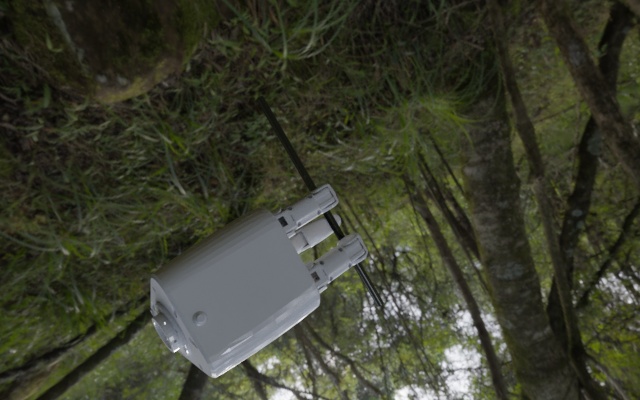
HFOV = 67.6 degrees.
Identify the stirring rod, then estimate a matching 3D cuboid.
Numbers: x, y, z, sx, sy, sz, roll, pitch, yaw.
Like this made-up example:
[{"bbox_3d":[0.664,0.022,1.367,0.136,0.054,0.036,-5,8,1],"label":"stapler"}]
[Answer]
[{"bbox_3d":[0.000,0.002,0.479,0.011,0.239,0.011,-30,2,1],"label":"stirring rod"}]
